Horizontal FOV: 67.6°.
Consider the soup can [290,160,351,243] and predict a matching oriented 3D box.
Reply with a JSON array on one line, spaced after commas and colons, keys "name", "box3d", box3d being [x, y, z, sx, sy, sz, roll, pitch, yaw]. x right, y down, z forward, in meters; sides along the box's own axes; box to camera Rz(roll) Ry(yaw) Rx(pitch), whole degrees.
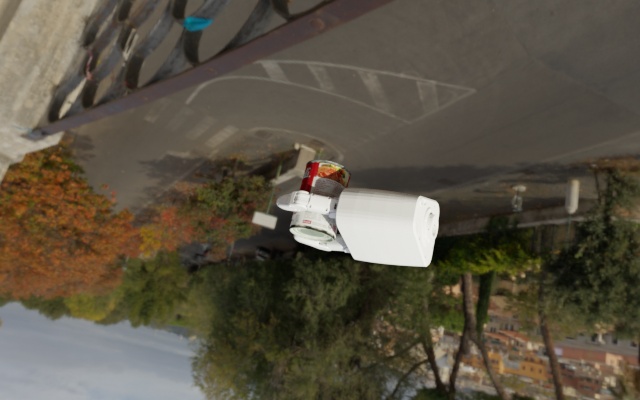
[{"name": "soup can", "box3d": [0.000, 0.002, 0.683, 0.068, 0.102, 0.068, 13, -17, 4]}]
